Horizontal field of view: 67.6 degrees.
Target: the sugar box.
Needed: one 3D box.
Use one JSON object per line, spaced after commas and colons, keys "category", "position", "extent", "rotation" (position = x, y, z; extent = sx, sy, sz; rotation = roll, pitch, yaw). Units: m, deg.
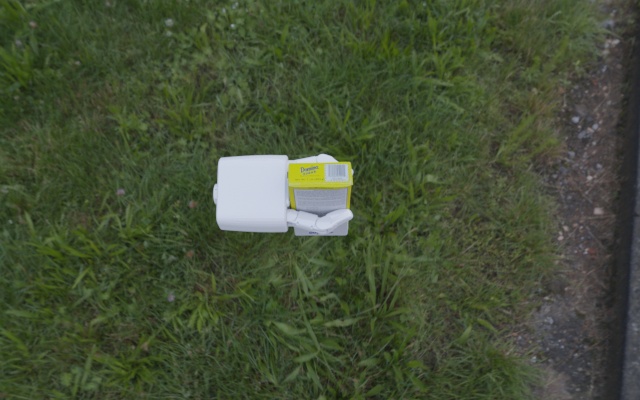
{"category": "sugar box", "position": [0.000, 0.002, 0.757], "extent": [0.093, 0.048, 0.176], "rotation": [0, -26, 0]}
